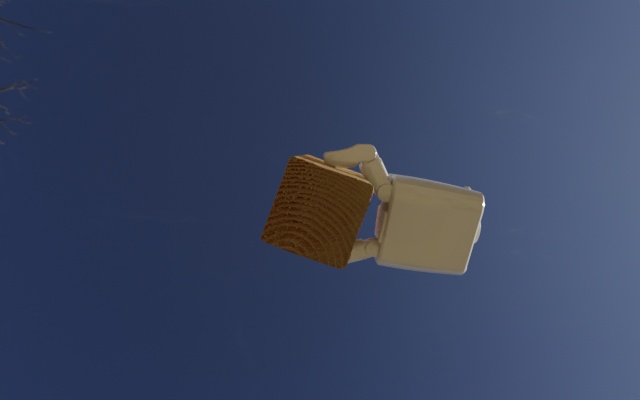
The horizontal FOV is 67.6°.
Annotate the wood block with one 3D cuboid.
[{"bbox_3d":[0.000,0.002,0.562,0.090,0.091,0.206,20,6,0],"label":"wood block"}]
